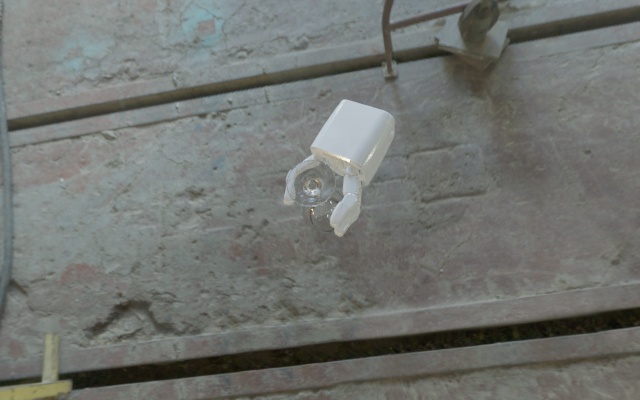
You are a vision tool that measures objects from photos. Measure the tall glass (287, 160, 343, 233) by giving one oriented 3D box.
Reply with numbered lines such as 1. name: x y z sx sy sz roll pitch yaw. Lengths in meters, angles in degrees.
1. tall glass: 0.000 0.003 0.800 0.079 0.079 0.201 0 -17 8
